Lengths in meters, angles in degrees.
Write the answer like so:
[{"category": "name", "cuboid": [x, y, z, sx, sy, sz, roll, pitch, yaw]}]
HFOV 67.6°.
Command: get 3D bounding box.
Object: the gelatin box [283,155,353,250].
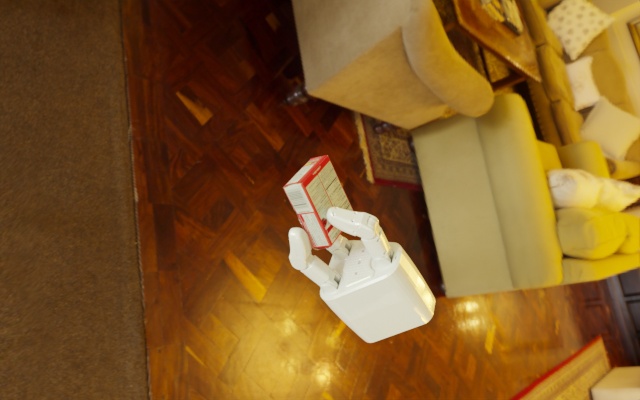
[{"category": "gelatin box", "cuboid": [0.000, 0.001, 0.568, 0.030, 0.089, 0.073, -11, 25, 34]}]
